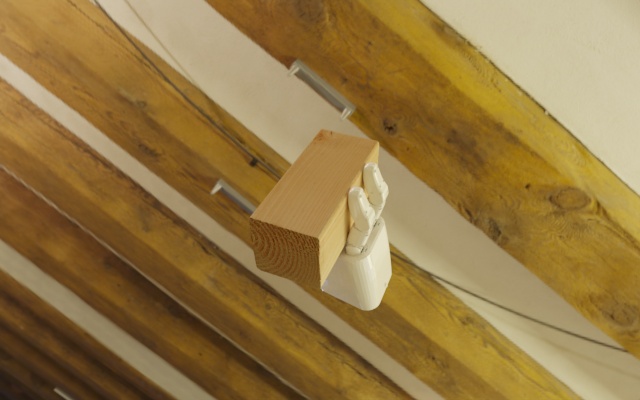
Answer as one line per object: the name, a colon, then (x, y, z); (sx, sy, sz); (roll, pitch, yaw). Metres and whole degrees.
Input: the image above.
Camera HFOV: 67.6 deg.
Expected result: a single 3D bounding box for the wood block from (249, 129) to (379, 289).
wood block: (0.000, 0.002, 0.627); (0.091, 0.090, 0.206); (14, 43, 18)
